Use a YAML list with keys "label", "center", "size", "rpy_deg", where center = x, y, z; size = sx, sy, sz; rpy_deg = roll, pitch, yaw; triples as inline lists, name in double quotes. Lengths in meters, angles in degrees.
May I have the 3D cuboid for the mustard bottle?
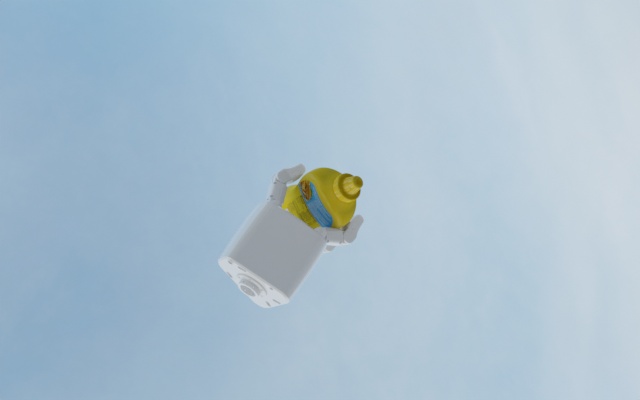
- label: "mustard bottle"
  center: [0.000, 0.002, 0.725]
  size: [0.058, 0.096, 0.192]
  rpy_deg: [-28, 0, -37]
